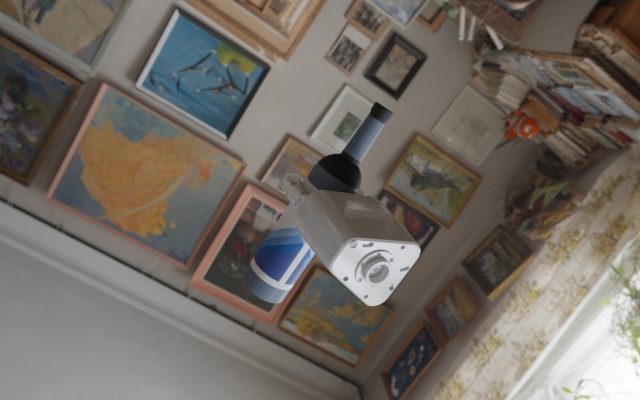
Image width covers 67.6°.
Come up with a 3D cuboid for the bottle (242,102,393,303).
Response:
[{"bbox_3d":[0.000,0.002,0.631,0.069,0.296,0.069,32,13,-8],"label":"bottle"}]
